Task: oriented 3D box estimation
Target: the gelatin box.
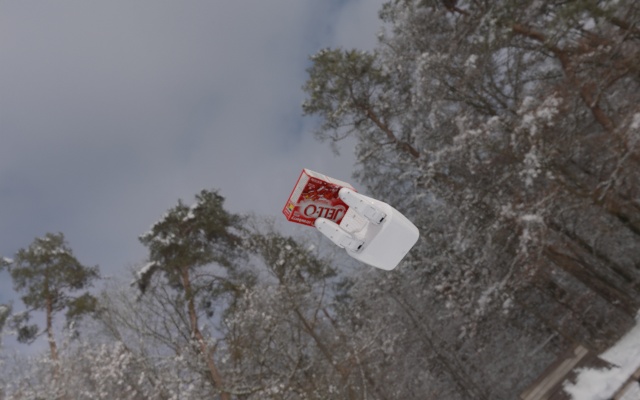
[{"bbox_3d":[0.000,0.002,0.688,0.089,0.073,0.030,17,19,-34],"label":"gelatin box"}]
